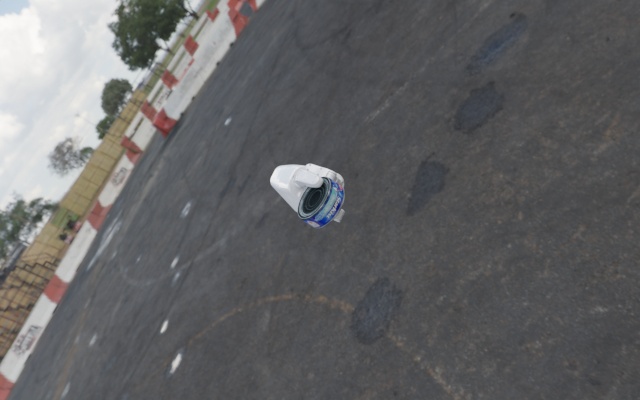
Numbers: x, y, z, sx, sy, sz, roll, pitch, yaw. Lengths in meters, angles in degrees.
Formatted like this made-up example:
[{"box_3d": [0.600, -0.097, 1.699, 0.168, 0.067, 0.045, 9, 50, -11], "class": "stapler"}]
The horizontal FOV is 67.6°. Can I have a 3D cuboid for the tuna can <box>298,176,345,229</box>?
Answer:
[{"box_3d": [0.000, 0.002, 0.808, 0.034, 0.086, 0.086, 34, -18, -28], "class": "tuna can"}]
